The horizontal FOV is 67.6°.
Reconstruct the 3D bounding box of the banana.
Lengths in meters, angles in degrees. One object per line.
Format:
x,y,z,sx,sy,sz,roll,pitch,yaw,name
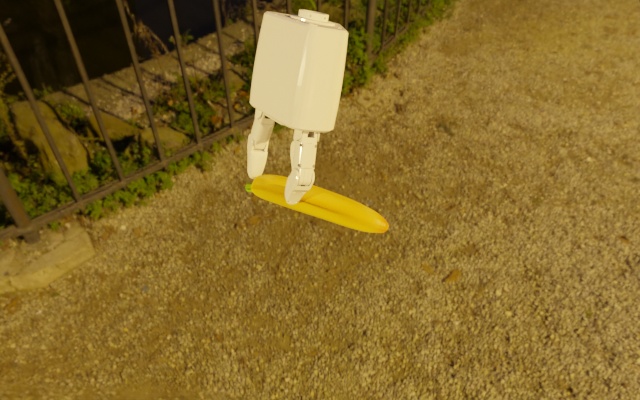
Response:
-0.004,0.002,0.606,0.198,0.037,0.069,18,2,2,banana
